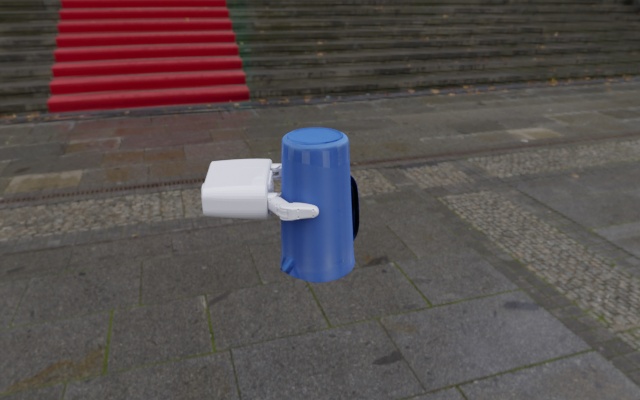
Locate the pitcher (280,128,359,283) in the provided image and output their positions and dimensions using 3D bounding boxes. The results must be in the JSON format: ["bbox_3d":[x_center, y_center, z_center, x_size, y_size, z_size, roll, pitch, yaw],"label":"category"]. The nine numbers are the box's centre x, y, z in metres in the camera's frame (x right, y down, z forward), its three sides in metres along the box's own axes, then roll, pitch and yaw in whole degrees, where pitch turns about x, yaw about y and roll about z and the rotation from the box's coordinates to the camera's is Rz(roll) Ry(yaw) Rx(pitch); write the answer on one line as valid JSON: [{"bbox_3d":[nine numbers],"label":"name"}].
[{"bbox_3d":[0.000,0.003,0.816,0.145,0.243,0.149,0,24,0],"label":"pitcher"}]
